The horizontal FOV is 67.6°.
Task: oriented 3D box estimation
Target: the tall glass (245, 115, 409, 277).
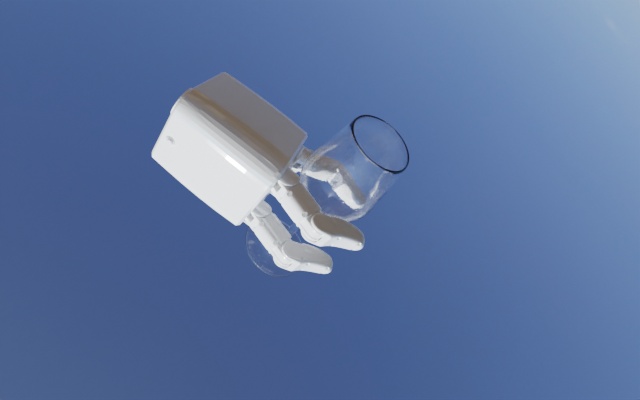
[{"bbox_3d":[0.000,0.002,0.476,0.079,0.079,0.201,0,-31,-38],"label":"tall glass"}]
